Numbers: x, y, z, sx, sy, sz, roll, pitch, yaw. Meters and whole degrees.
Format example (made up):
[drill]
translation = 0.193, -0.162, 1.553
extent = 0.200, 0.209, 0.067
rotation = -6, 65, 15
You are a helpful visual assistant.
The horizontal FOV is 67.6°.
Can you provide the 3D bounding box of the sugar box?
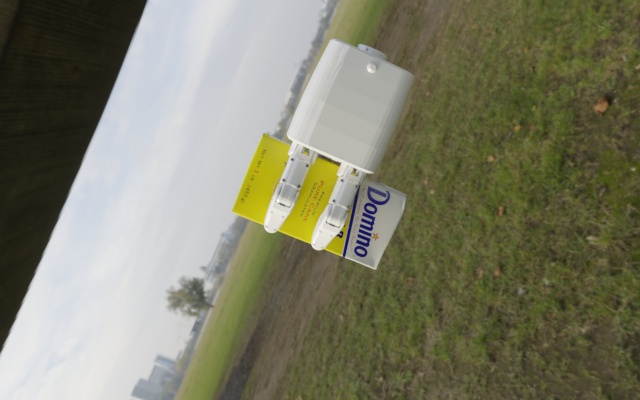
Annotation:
[sugar box]
translation = 0.000, 0.002, 0.534
extent = 0.176, 0.093, 0.048
rotation = 22, 8, -7
